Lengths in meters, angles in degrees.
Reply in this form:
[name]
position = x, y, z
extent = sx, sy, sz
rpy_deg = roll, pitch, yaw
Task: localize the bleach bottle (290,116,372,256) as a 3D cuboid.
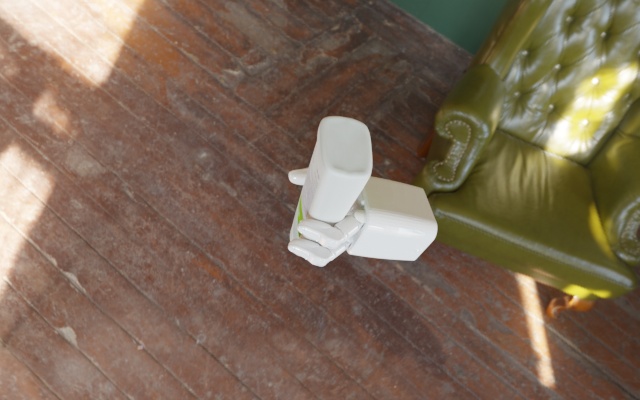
[bleach bottle]
position = 0.000, 0.002, 0.679
extent = 0.068, 0.102, 0.251
rpy_deg = 8, -35, -13
